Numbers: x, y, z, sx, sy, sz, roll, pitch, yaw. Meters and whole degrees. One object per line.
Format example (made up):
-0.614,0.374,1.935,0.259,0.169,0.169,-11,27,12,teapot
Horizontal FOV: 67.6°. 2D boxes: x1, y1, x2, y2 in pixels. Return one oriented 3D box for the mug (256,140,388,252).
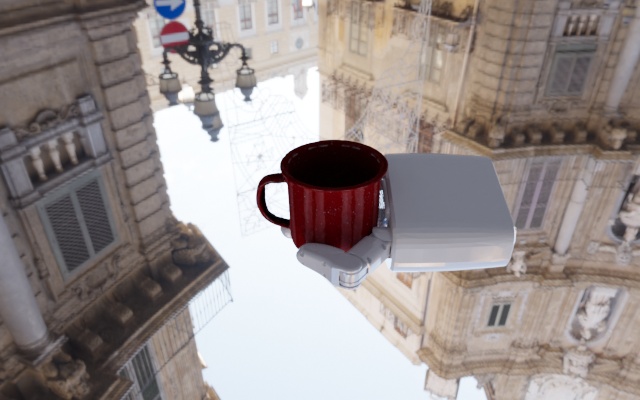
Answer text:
-0.001,0.002,0.431,0.117,0.082,0.093,-1,33,1,mug
